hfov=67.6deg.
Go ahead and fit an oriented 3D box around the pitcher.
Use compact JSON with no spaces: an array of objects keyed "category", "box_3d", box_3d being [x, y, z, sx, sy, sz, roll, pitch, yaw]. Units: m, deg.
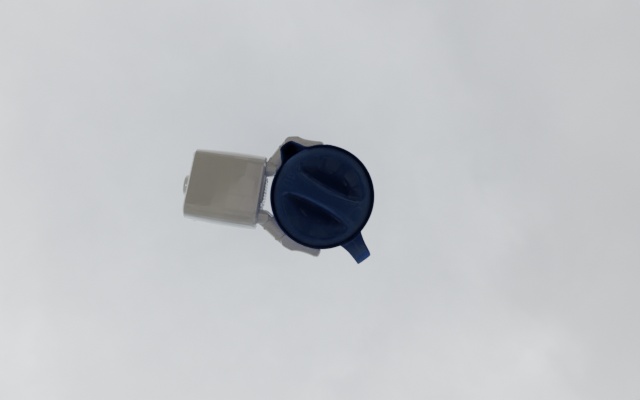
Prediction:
[{"category":"pitcher","box_3d":[0.000,0.002,0.716,0.145,0.149,0.243,9,0,-4]}]
